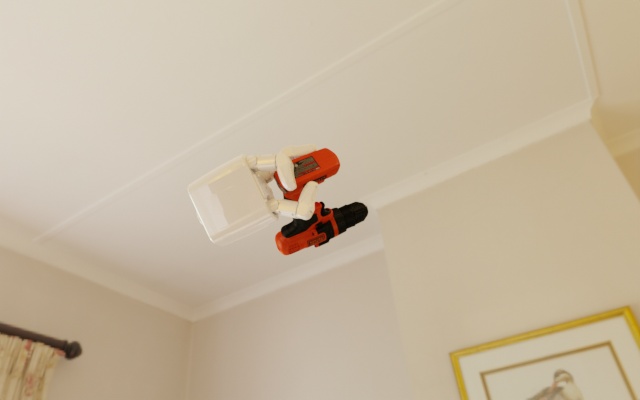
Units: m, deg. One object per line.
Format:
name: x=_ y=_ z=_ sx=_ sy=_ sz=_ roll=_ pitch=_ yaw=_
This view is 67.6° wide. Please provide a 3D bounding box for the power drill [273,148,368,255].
power drill: x=0.000 y=0.002 z=0.827 sx=0.184 sy=0.188 sz=0.057 roll=-24 pitch=47 yaw=-16
